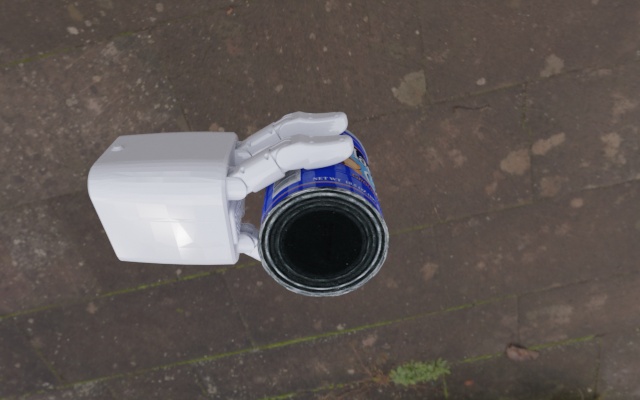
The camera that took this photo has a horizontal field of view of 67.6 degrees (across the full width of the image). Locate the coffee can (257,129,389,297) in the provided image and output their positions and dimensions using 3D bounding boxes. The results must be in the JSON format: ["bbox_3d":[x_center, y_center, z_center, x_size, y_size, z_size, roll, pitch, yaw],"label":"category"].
[{"bbox_3d":[0.000,0.001,0.429,0.103,0.103,0.140,0,29,-2],"label":"coffee can"}]
